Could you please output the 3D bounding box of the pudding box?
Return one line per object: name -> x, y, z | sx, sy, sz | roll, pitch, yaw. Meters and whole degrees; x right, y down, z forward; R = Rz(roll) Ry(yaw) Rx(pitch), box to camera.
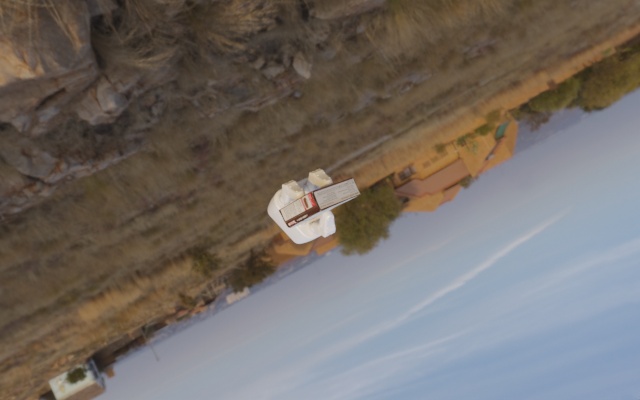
pudding box -> 0.000, 0.003, 0.808 | 0.090, 0.039, 0.113 | -30, -4, 42
